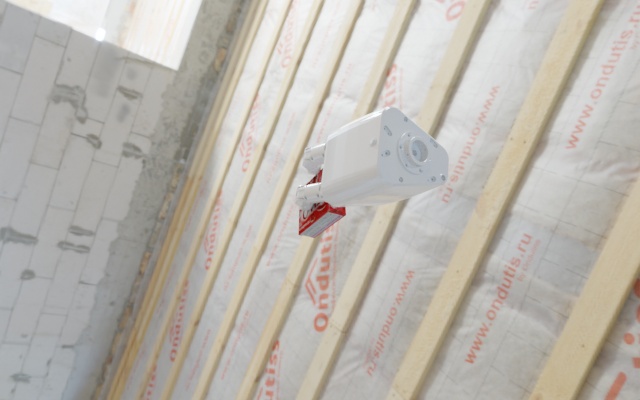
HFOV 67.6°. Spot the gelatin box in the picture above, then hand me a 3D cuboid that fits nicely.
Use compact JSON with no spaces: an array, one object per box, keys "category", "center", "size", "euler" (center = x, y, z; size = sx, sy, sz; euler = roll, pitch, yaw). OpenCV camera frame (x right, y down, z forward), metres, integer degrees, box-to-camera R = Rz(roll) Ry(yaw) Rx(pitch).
[{"category":"gelatin box","center":[0.000,0.002,0.667],"size":[0.030,0.073,0.089],"euler":[14,-31,-25]}]
